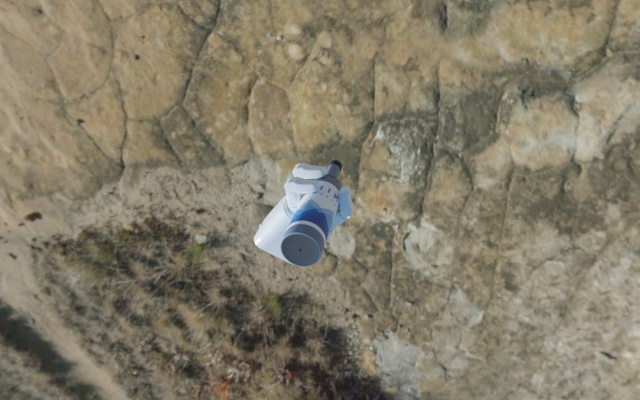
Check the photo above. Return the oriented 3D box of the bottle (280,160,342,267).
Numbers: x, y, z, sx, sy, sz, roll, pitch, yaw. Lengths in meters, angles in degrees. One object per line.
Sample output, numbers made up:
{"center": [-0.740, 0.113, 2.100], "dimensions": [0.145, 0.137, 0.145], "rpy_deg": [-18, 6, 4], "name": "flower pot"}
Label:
{"center": [0.000, 0.003, 0.861], "dimensions": [0.069, 0.069, 0.295], "rpy_deg": [0, 30, 14], "name": "bottle"}
